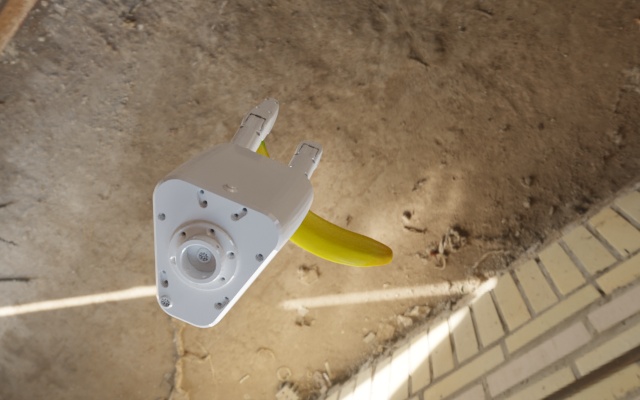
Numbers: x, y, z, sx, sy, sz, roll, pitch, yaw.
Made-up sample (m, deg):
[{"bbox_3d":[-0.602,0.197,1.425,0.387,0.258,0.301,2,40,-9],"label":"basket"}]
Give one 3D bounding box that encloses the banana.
[{"bbox_3d":[-0.015,0.012,0.485,0.069,0.198,0.037,-44,5,15],"label":"banana"}]
